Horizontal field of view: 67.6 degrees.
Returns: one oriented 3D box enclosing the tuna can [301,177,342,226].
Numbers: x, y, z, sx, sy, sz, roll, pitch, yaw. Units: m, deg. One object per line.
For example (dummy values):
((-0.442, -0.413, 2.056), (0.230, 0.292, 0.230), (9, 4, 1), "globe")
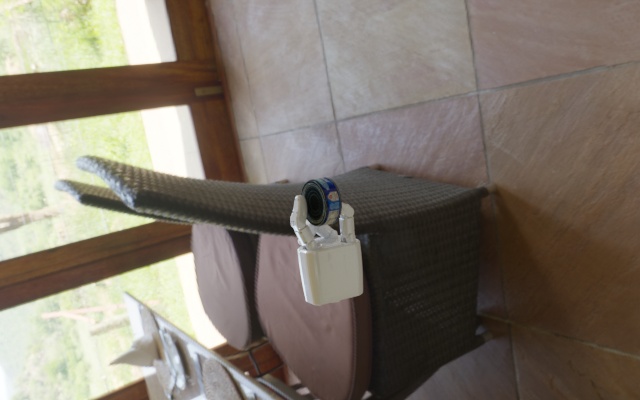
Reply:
((0.000, 0.003, 0.854), (0.034, 0.086, 0.086), (-10, 5, -33), "tuna can")
